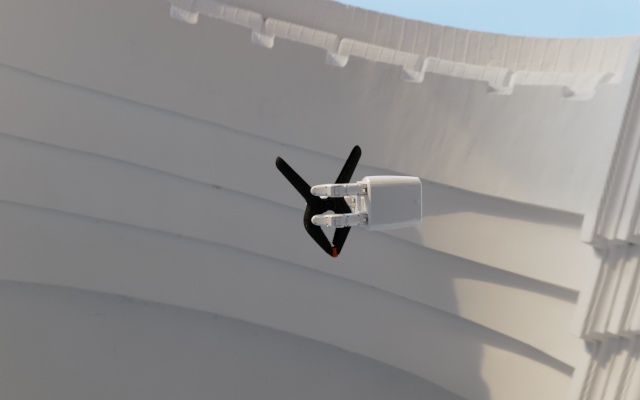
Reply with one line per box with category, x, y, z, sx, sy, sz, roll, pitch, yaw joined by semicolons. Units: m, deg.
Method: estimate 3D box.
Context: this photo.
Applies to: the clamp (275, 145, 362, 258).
clamp;0.000;0.003;0.895;0.164;0.210;0.036;-3;5;-13
